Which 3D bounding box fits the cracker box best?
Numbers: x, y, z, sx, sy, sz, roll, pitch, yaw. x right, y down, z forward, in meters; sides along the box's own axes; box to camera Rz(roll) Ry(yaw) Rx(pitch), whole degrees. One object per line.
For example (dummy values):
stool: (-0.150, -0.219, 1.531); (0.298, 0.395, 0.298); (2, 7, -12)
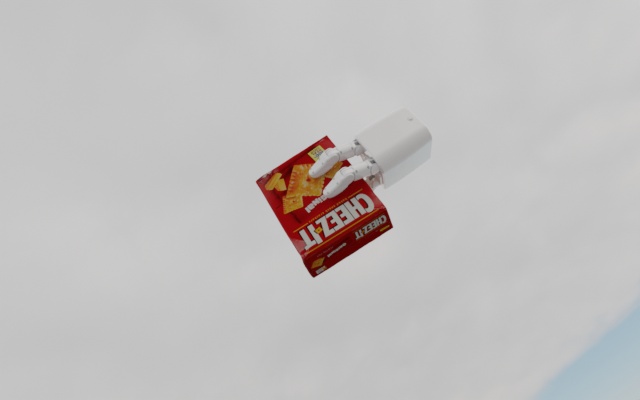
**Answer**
cracker box: (0.000, 0.003, 0.847); (0.164, 0.213, 0.072); (-32, -39, -3)
